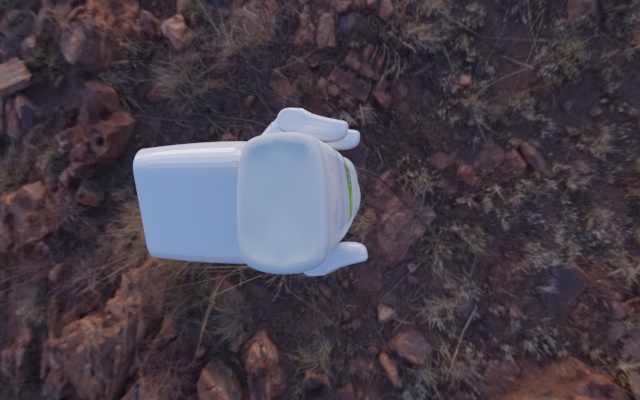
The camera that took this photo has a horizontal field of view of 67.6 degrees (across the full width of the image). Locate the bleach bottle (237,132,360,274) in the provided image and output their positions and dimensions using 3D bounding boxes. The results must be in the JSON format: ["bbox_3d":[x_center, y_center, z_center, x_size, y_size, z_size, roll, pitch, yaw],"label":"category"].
[{"bbox_3d":[0.000,0.001,0.448,0.068,0.102,0.251,-2,-1,13],"label":"bleach bottle"}]
